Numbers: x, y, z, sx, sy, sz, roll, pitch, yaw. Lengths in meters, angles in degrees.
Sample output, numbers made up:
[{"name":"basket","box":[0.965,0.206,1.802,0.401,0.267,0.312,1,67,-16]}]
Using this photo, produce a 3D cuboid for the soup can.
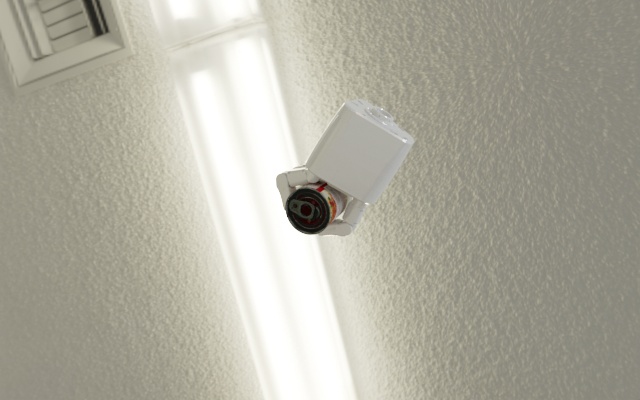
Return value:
[{"name":"soup can","box":[0.000,0.003,0.697,0.068,0.068,0.102,0,15,22]}]
